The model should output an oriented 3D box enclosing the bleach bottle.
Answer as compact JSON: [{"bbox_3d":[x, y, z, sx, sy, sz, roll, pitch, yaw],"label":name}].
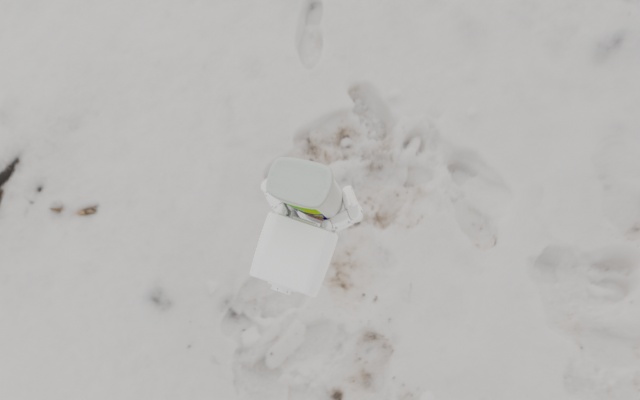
[{"bbox_3d":[0.000,0.003,0.791,0.102,0.068,0.251,15,-10,19],"label":"bleach bottle"}]
